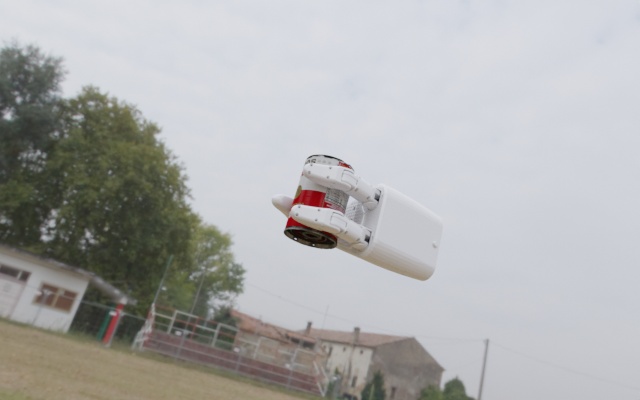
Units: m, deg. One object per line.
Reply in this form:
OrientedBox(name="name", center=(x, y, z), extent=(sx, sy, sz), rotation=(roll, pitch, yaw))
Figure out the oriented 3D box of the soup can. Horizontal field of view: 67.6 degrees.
OrientedBox(name="soup can", center=(0.000, 0.002, 0.600), extent=(0.068, 0.102, 0.068), rotation=(14, -20, 5))
